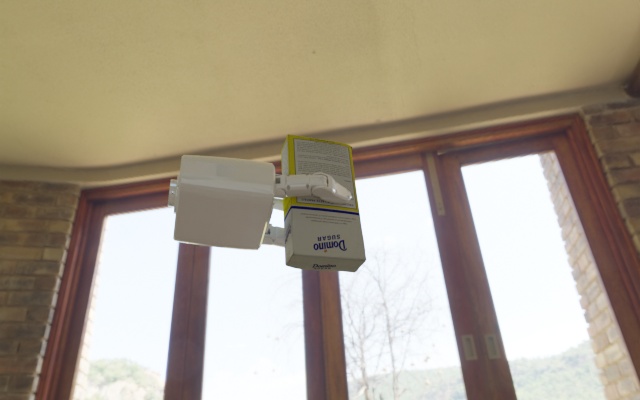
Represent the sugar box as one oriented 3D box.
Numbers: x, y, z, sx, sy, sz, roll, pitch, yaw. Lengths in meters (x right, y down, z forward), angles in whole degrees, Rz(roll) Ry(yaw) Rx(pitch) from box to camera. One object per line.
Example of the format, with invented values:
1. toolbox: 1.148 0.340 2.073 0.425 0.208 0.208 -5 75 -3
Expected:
1. sugar box: 0.000 0.002 0.608 0.093 0.176 0.048 7 -32 -17
